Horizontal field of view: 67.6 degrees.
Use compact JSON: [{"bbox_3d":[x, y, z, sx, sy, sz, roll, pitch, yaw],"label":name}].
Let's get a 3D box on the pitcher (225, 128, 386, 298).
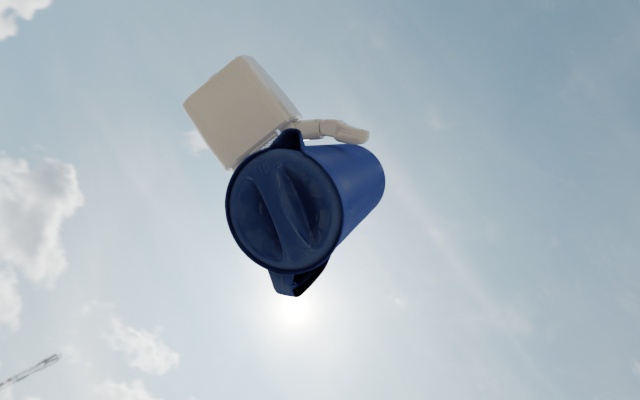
[{"bbox_3d":[0.000,0.002,0.589,0.149,0.145,0.243,-42,-7,23],"label":"pitcher"}]
